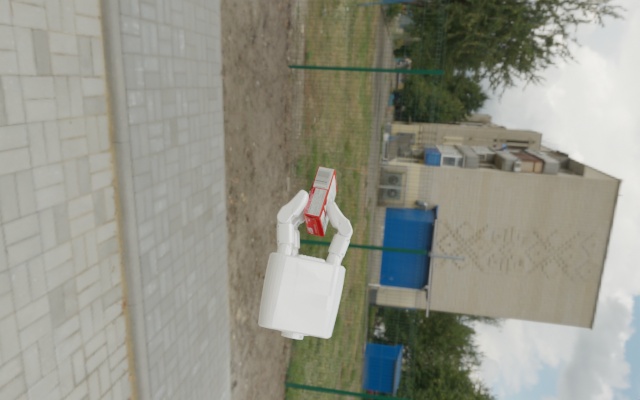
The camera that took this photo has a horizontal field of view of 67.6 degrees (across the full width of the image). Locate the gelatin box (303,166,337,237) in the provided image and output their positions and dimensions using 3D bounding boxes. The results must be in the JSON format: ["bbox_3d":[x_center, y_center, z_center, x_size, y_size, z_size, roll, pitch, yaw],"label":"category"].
[{"bbox_3d":[0.001,0.002,0.751,0.030,0.089,0.073,13,-24,11],"label":"gelatin box"}]
